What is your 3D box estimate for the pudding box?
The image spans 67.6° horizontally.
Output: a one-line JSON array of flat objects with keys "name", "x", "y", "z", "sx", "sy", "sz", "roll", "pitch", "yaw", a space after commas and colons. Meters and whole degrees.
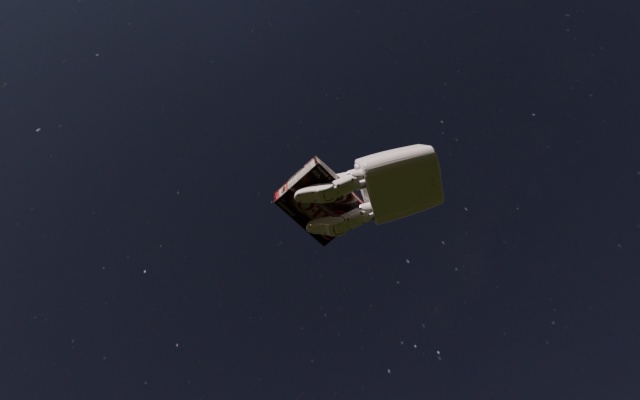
[{"name": "pudding box", "x": 0.000, "y": 0.002, "z": 0.713, "sx": 0.113, "sy": 0.090, "sz": 0.039, "roll": 43, "pitch": 15, "yaw": -21}]
